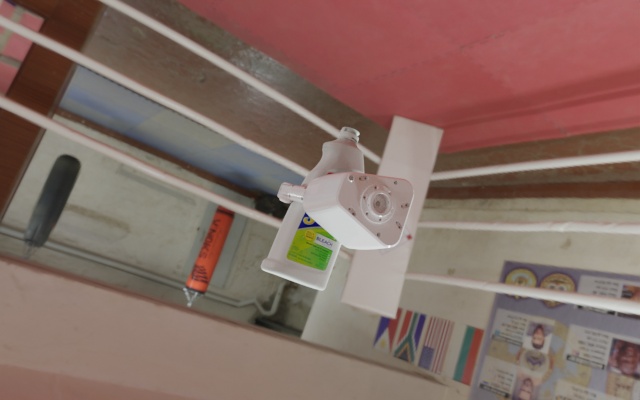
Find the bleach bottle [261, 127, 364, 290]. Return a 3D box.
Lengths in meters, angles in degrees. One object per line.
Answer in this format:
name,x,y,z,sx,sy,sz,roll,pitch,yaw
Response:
bleach bottle,0.000,0.002,0.729,0.102,0.250,0.068,23,-12,-19
